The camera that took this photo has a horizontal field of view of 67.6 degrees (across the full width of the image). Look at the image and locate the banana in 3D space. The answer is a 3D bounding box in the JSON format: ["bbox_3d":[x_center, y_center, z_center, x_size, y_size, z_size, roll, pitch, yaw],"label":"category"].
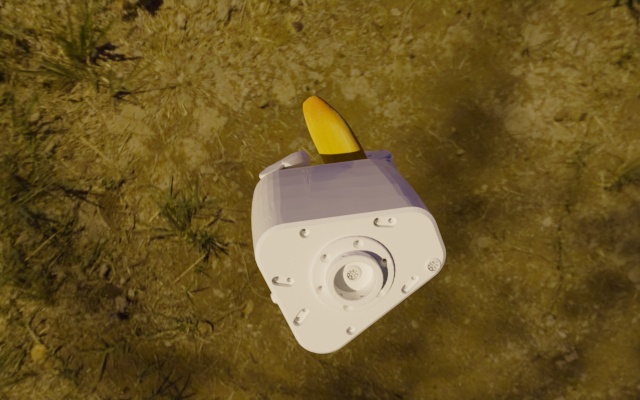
[{"bbox_3d":[0.019,0.005,0.434,0.069,0.198,0.037,2,23,4],"label":"banana"}]
